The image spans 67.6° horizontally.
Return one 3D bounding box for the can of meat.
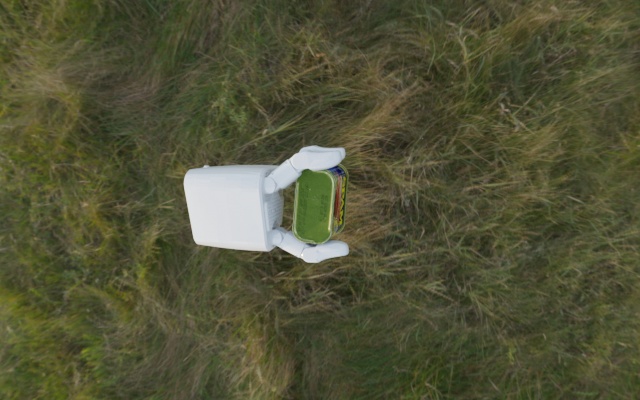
[{"bbox_3d":[0.000,0.002,0.633,0.057,0.102,0.084,6,9,12],"label":"can of meat"}]
